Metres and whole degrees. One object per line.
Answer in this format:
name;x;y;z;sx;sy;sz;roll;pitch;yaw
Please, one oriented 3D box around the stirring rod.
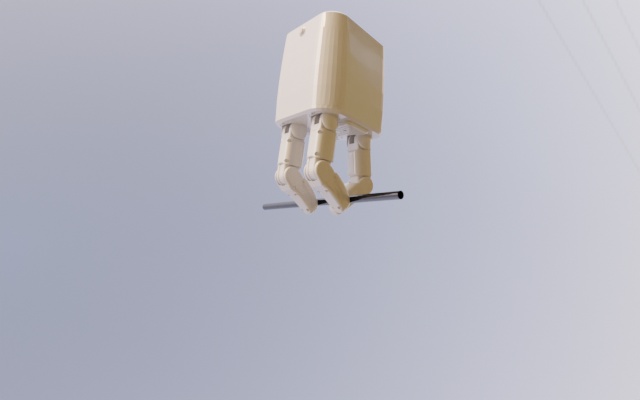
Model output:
stirring rod;0.000;0.002;0.525;0.011;0.011;0.239;0;-3;-37
